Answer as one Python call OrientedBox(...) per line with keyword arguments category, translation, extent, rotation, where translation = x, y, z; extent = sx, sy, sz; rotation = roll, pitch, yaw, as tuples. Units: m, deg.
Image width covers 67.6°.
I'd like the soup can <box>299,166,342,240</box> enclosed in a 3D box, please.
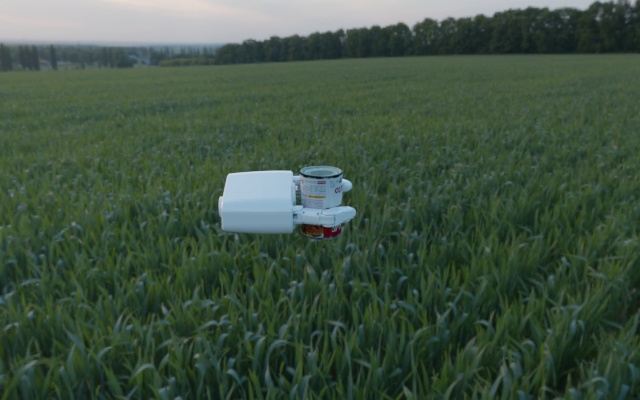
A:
OrientedBox(category="soup can", translation=(0.001, 0.002, 0.748), extent=(0.068, 0.102, 0.068), rotation=(0, 18, 0))
